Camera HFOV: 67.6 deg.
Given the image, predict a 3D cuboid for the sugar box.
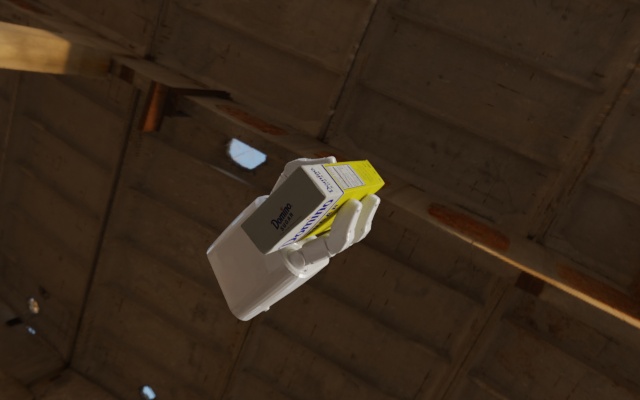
[{"bbox_3d":[0.000,0.002,0.519,0.093,0.048,0.176,-43,-10,24],"label":"sugar box"}]
